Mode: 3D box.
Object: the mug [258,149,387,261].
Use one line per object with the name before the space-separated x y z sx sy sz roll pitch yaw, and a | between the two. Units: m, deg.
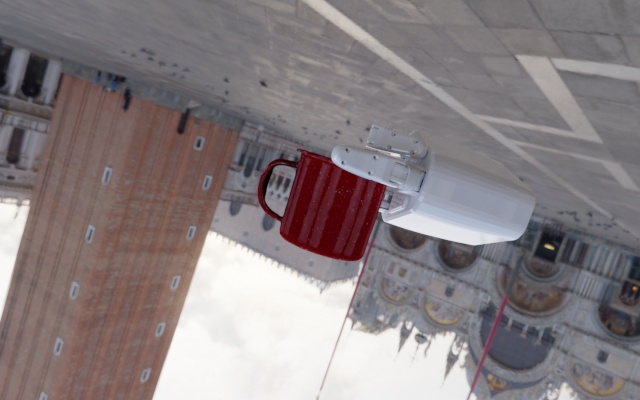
mug | -0.001 0.001 0.434 0.117 0.081 0.093 17 5 -8
